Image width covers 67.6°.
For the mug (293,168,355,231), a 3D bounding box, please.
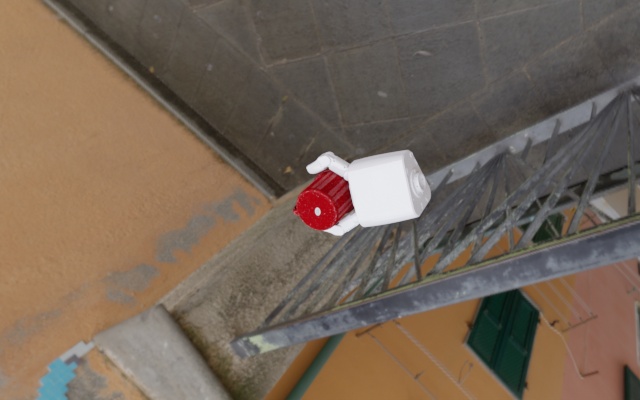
[{"bbox_3d":[-0.001,0.003,0.854,0.117,0.093,0.081,-12,19,34],"label":"mug"}]
